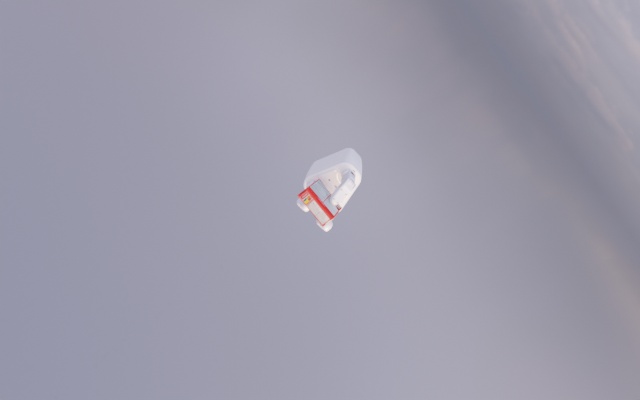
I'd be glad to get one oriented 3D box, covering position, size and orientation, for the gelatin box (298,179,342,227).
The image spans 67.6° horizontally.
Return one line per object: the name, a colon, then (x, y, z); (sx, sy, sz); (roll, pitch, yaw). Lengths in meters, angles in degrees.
gelatin box: (0.000, 0.003, 0.888); (0.030, 0.073, 0.089); (-38, 2, 17)
